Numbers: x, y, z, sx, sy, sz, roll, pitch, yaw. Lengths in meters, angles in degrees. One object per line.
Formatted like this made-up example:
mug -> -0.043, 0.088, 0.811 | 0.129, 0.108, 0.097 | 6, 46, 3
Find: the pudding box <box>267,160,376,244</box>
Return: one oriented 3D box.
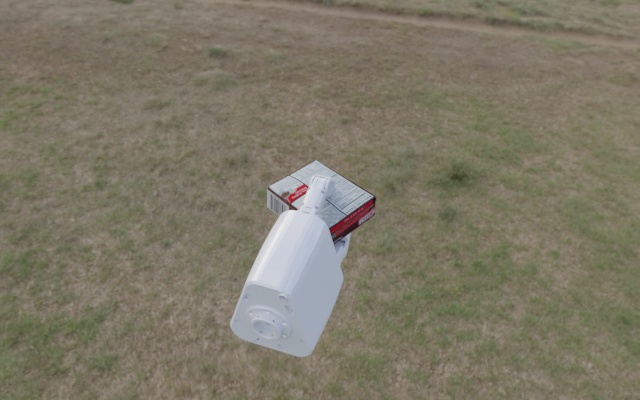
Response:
pudding box -> 0.000, 0.002, 0.605 | 0.090, 0.039, 0.113 | -32, 52, -32
